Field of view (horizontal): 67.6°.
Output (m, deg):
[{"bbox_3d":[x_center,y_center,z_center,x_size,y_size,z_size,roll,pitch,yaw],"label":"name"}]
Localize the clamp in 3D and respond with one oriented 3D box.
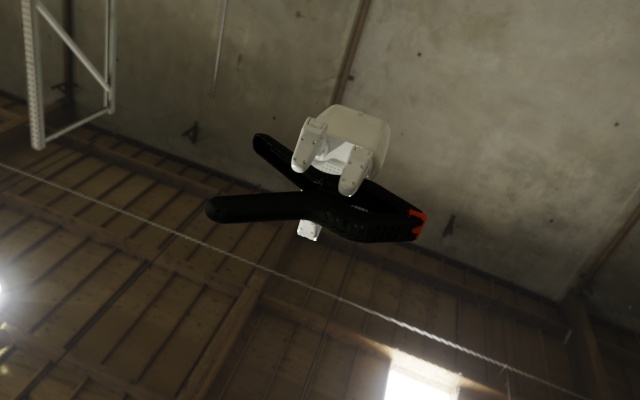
[{"bbox_3d":[0.000,0.002,0.477,0.210,0.036,0.164,21,33,6],"label":"clamp"}]
